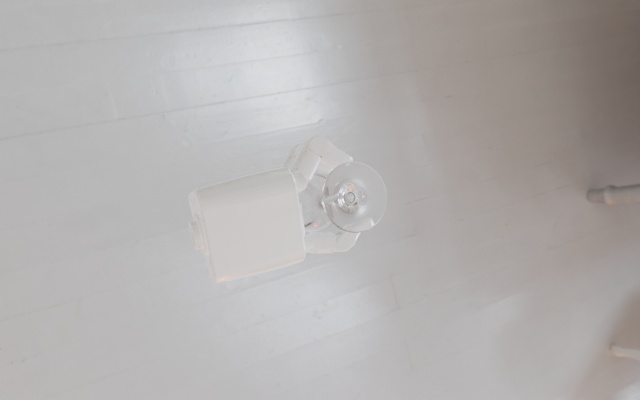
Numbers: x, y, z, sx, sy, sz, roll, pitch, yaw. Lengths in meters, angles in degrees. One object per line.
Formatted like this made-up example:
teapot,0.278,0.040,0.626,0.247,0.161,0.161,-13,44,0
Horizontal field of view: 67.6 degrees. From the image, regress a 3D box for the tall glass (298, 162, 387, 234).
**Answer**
tall glass,0.000,0.002,0.586,0.079,0.079,0.201,0,-3,-21
